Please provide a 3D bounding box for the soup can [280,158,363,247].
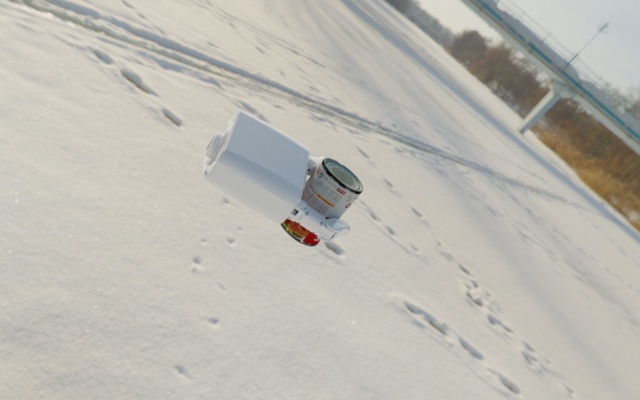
[{"bbox_3d":[0.001,0.002,0.632,0.068,0.102,0.068,33,23,-16],"label":"soup can"}]
